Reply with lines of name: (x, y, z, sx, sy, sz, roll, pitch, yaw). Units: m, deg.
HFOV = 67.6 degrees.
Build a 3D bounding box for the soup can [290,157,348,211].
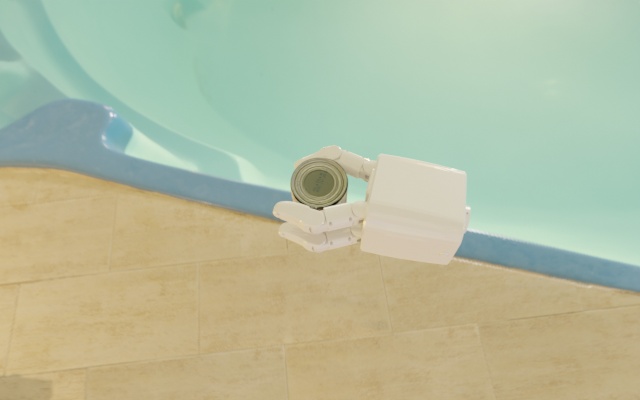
soup can: (0.000, 0.002, 0.583, 0.068, 0.068, 0.102, 0, -27, 2)
